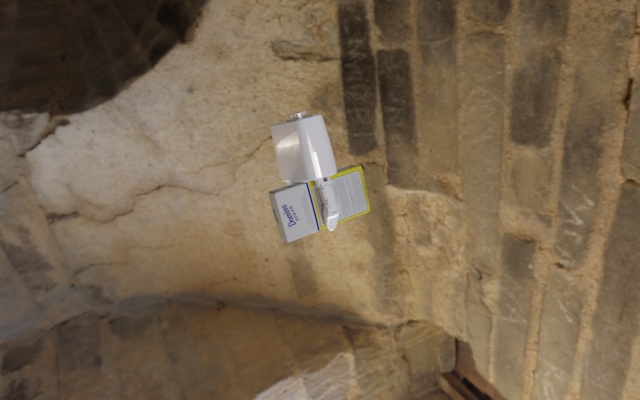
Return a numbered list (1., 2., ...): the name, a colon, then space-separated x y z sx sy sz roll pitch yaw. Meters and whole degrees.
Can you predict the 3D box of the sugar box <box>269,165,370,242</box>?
1. sugar box: 0.000 0.003 0.870 0.176 0.093 0.048 -18 12 -20
